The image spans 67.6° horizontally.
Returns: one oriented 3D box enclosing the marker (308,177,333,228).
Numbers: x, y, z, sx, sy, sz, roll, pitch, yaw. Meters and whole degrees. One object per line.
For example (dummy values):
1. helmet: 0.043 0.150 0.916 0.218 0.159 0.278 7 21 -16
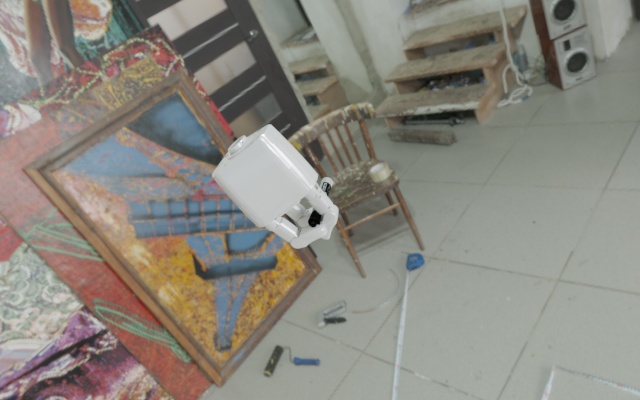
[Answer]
1. marker: 0.000 0.002 0.746 0.020 0.020 0.121 0 34 13
